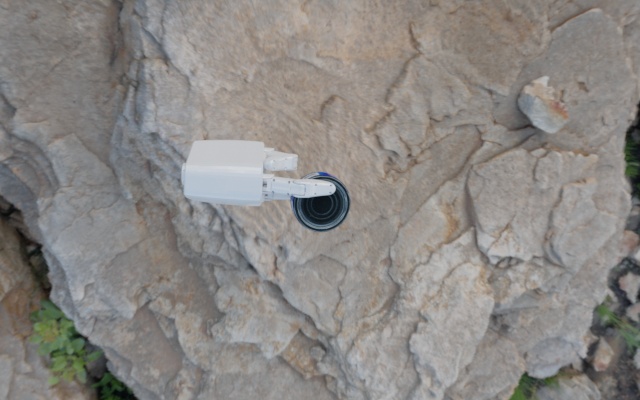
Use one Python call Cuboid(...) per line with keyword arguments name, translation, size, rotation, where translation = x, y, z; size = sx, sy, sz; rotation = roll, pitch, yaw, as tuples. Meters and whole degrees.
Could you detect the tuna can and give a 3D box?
Cuboid(name="tuna can", translation=(0.000, 0.002, 0.697), size=(0.086, 0.086, 0.033), rotation=(0, 11, -10))
